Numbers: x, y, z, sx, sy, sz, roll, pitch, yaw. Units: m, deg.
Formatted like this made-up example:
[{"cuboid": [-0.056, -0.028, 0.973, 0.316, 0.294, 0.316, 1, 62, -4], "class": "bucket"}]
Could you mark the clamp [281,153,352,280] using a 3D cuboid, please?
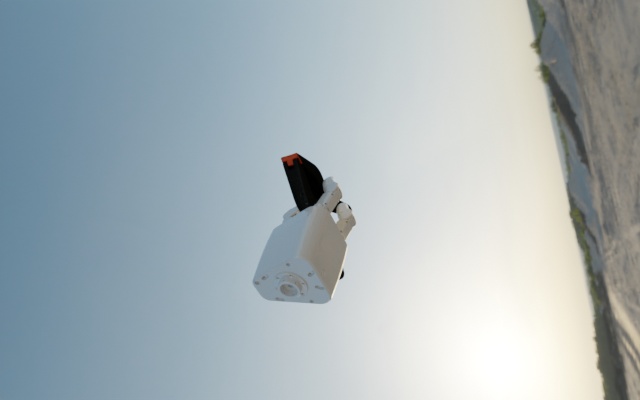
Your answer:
[{"cuboid": [-0.001, 0.002, 0.775, 0.036, 0.210, 0.164, -16, 31, 22], "class": "clamp"}]
